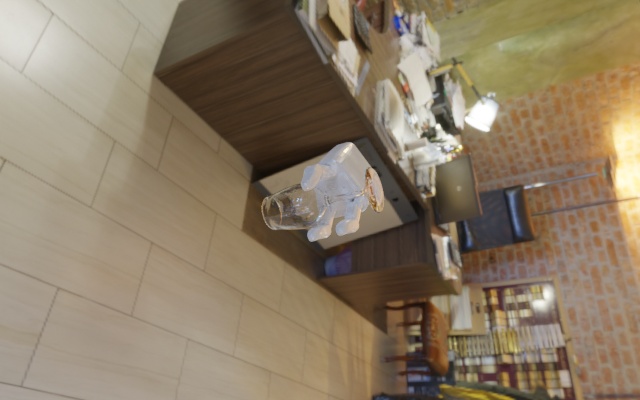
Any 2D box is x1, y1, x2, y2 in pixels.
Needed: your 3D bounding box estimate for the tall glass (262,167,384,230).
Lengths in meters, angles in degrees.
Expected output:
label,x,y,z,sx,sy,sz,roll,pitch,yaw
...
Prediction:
label,x,y,z,sx,sy,sz,roll,pitch,yaw
tall glass,0.001,0.003,0.805,0.201,0.079,0.079,-13,-6,27
